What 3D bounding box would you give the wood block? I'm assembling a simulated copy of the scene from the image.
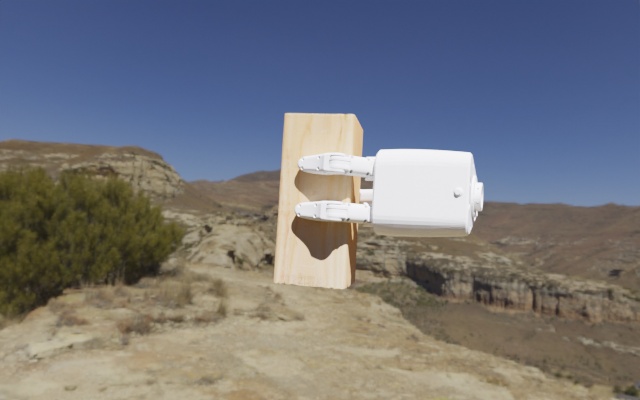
[{"bbox_3d":[0.001,0.002,0.608,0.090,0.206,0.091,3,-4,12],"label":"wood block"}]
